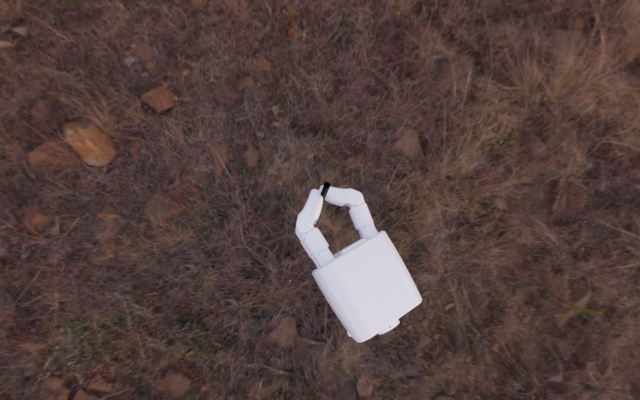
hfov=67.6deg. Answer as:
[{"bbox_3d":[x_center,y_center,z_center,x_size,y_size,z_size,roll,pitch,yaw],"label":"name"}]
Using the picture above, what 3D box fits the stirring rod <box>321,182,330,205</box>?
[{"bbox_3d":[0.000,0.002,0.675,0.011,0.011,0.239,0,-10,-4],"label":"stirring rod"}]
